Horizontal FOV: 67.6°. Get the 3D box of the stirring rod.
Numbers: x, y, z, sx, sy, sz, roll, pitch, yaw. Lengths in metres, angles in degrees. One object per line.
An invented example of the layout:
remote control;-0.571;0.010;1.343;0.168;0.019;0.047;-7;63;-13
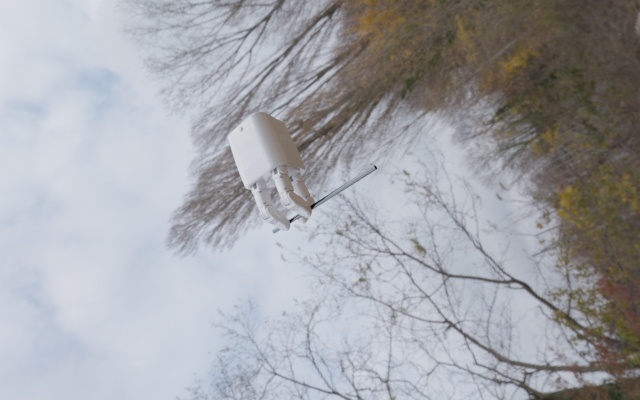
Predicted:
stirring rod;0.000;0.003;0.803;0.239;0.011;0.011;-32;-19;33
